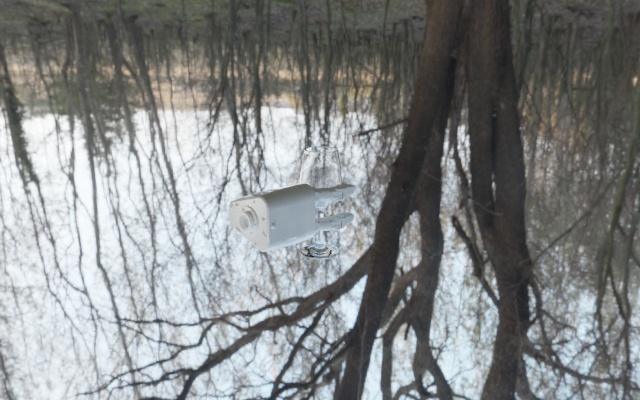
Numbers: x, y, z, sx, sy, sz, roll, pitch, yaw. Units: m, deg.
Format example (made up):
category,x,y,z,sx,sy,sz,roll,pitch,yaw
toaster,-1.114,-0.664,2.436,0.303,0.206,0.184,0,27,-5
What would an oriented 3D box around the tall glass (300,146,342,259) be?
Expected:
category,x,y,z,sx,sy,sz,roll,pitch,yaw
tall glass,0.000,0.004,0.888,0.079,0.201,0.079,1,16,0
